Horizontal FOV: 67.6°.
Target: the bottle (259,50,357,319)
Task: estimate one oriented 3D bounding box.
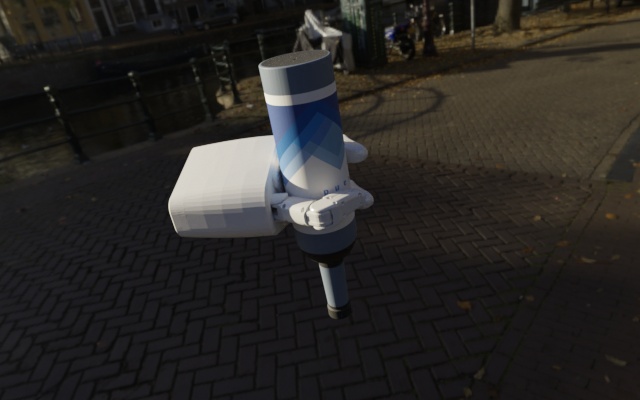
[{"bbox_3d":[0.000,0.001,0.496,0.069,0.296,0.069,-8,27,4],"label":"bottle"}]
